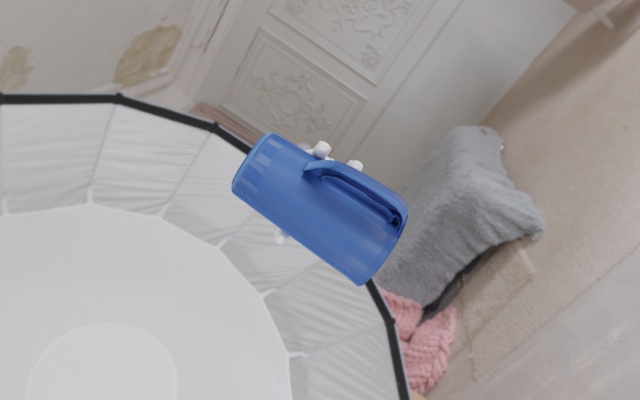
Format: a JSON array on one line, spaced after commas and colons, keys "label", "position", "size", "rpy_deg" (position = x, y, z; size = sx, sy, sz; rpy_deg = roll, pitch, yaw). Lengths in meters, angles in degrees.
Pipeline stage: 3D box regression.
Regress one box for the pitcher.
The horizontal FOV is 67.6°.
[{"label": "pitcher", "position": [0.000, 0.002, 0.694], "size": [0.243, 0.149, 0.145], "rpy_deg": [34, 9, -3]}]
